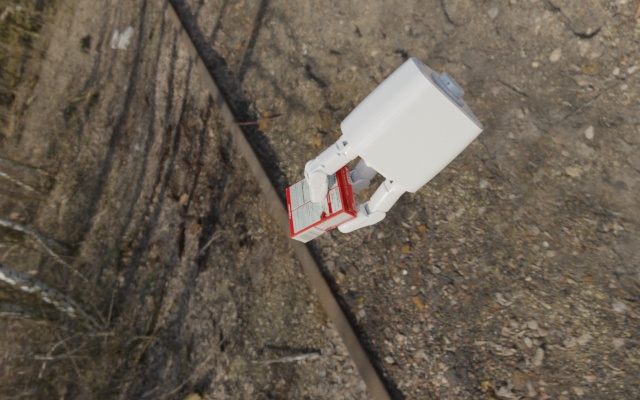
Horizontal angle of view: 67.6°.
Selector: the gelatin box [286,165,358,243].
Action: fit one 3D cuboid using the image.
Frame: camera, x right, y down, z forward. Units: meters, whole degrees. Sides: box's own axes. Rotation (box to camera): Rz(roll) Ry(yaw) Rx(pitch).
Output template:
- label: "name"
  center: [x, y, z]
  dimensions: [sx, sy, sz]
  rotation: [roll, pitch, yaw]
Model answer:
- label: "gelatin box"
  center: [0.000, 0.002, 0.595]
  dimensions: [0.089, 0.073, 0.030]
  rotation: [-29, -35, 31]
